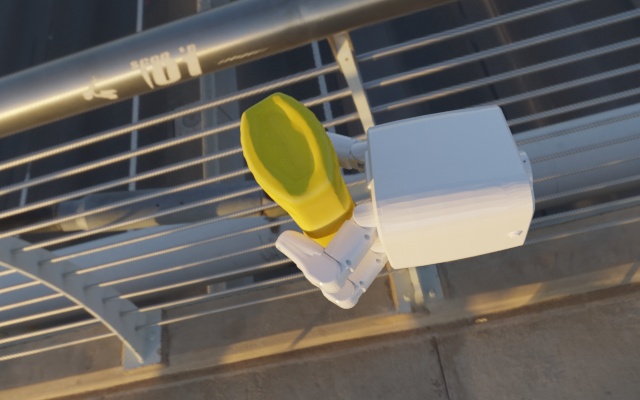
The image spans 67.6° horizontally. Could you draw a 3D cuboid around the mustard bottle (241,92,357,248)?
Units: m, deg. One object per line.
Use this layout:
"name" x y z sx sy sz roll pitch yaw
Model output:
"mustard bottle" 0.000 0.001 0.401 0.058 0.096 0.192 -32 -30 0
